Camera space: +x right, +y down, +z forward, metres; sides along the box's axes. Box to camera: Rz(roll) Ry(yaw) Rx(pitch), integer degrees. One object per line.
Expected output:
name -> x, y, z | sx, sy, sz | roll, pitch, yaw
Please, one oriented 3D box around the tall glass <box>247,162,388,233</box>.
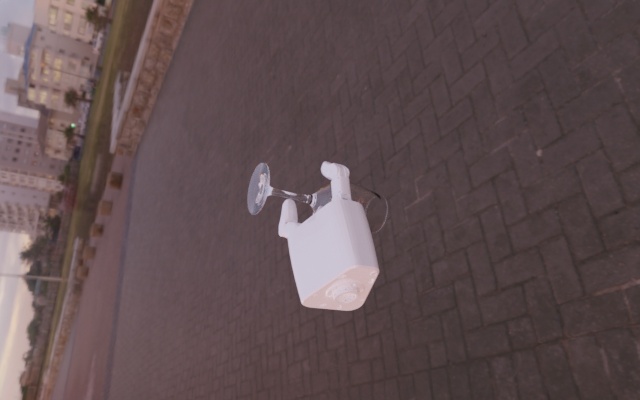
tall glass -> 0.000, 0.002, 0.701 | 0.201, 0.079, 0.079 | 12, -6, -27
